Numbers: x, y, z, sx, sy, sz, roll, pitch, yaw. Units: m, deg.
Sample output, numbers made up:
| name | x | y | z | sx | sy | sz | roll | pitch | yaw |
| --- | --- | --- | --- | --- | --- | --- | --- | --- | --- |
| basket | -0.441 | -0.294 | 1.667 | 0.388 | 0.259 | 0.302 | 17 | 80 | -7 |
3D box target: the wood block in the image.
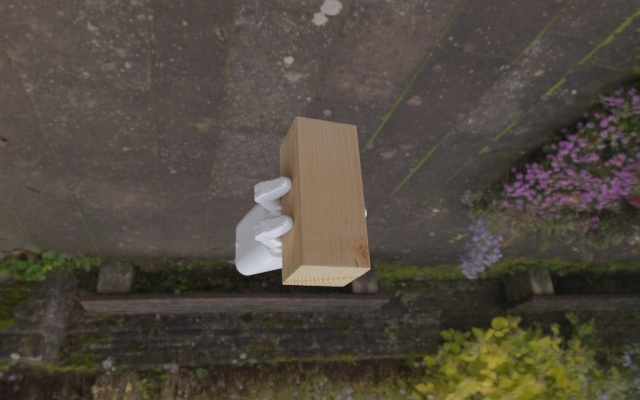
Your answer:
| name | x | y | z | sx | sy | sz | roll | pitch | yaw |
| --- | --- | --- | --- | --- | --- | --- | --- | --- | --- |
| wood block | 0.000 | 0.002 | 0.642 | 0.091 | 0.206 | 0.090 | 6 | -26 | -20 |
